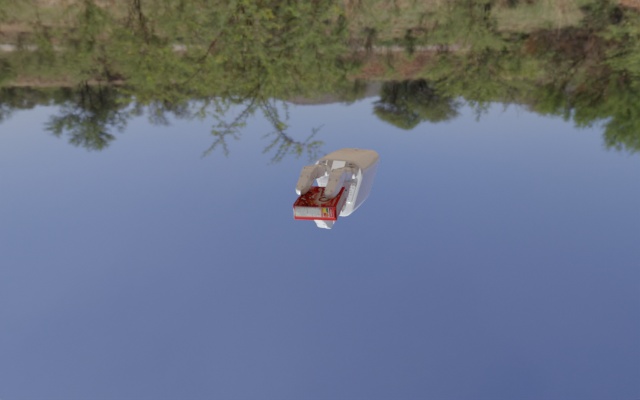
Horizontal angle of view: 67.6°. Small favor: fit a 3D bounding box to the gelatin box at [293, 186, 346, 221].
[{"bbox_3d":[0.000,0.003,0.816,0.073,0.030,0.089,2,24,14],"label":"gelatin box"}]
